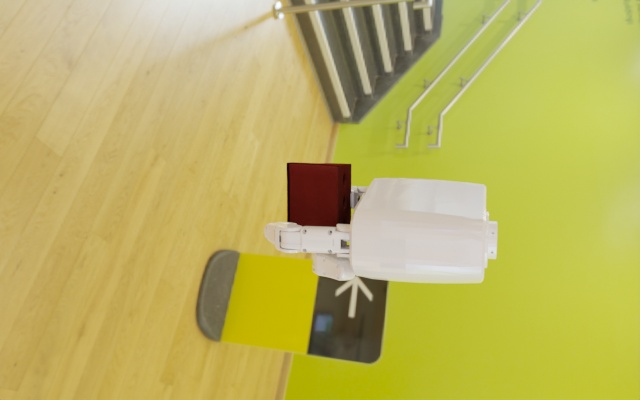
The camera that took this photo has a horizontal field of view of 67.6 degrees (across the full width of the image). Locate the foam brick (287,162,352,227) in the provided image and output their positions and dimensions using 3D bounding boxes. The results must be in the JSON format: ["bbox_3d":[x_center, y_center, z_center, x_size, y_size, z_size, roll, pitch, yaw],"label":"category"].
[{"bbox_3d":[0.000,0.001,0.464,0.051,0.078,0.053,2,6,19],"label":"foam brick"}]
